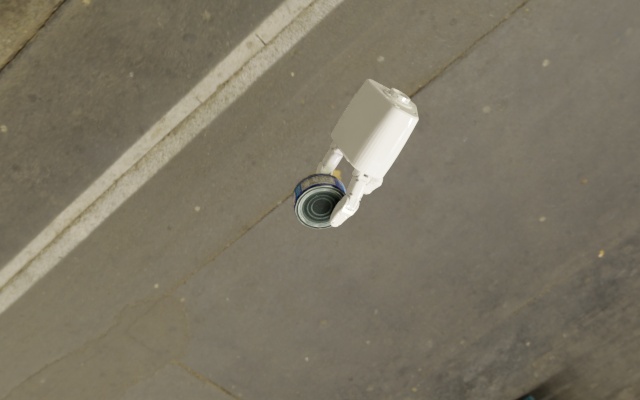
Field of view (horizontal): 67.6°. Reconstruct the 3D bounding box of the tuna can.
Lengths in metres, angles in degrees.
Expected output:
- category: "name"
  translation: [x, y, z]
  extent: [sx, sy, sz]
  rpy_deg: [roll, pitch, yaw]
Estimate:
- category: "tuna can"
  translation: [0.000, 0.003, 0.743]
  extent: [0.086, 0.086, 0.033]
  rpy_deg: [0, 36, -10]
